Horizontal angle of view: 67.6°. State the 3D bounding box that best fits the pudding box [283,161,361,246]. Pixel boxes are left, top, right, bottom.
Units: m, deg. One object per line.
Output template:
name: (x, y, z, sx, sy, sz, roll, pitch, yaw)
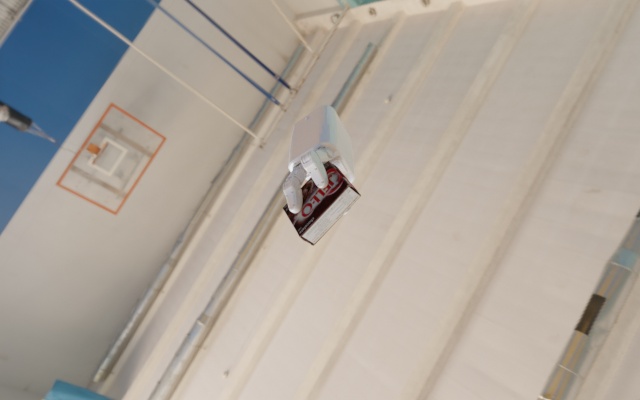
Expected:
pudding box: (0.000, 0.003, 0.760, 0.039, 0.113, 0.090, 35, 11, -35)
